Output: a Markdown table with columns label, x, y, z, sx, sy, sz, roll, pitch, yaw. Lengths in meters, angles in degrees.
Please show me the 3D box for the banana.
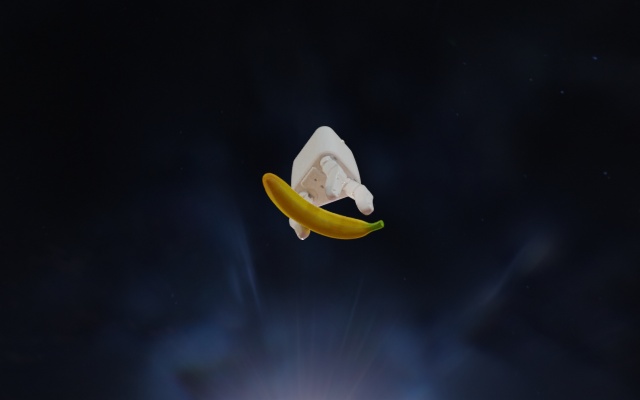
| label | x | y | z | sx | sy | sz | roll | pitch | yaw |
| --- | --- | --- | --- | --- | --- | --- | --- | --- | --- |
| banana | -0.005 | 0.017 | 0.726 | 0.198 | 0.070 | 0.037 | 21 | 34 | -16 |
